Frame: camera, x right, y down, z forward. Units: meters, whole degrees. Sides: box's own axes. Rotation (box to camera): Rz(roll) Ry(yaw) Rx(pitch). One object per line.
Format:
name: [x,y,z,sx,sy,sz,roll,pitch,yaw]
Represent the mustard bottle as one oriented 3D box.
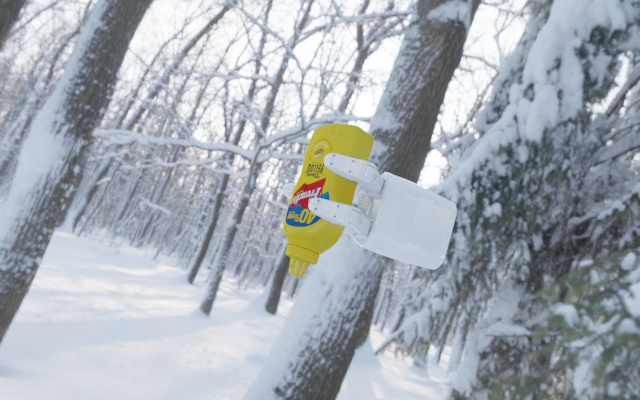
mustard bottle: [0.000,0.002,0.593,0.058,0.191,0.096,26,-13,-37]
